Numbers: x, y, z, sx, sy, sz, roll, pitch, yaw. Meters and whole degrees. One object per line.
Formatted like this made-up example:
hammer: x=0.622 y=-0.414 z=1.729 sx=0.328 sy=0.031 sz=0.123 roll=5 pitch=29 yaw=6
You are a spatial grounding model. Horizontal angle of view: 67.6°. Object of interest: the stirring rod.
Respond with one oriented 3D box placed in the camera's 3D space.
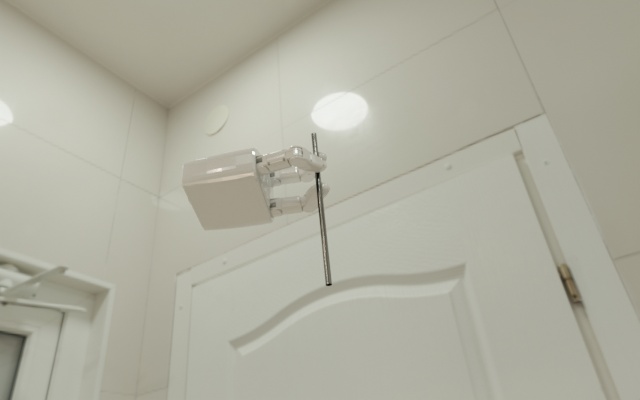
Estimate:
stirring rod: x=0.000 y=0.002 z=0.648 sx=0.011 sy=0.239 sz=0.011 roll=-4 pitch=-32 yaw=-3
